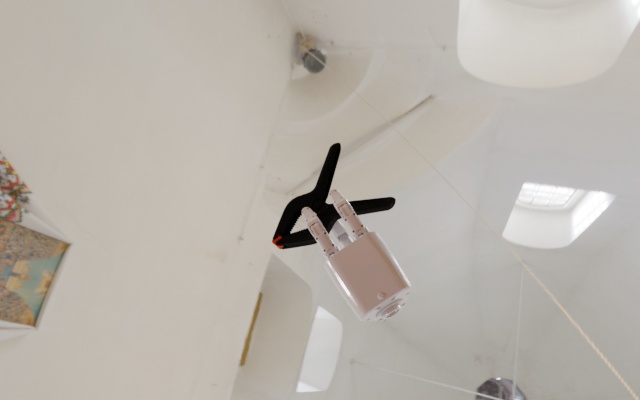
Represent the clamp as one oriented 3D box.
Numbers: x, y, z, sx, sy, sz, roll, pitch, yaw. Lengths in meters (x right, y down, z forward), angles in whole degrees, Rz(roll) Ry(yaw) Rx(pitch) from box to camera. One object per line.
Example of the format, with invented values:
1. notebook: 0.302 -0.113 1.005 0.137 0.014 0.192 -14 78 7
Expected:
1. clamp: 0.000 0.003 0.820 0.210 0.164 0.036 -34 -31 1
